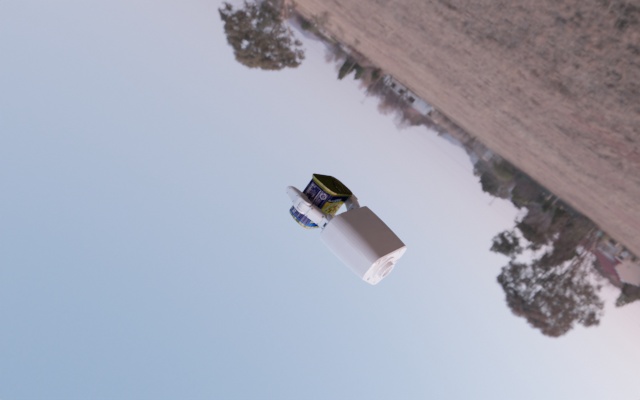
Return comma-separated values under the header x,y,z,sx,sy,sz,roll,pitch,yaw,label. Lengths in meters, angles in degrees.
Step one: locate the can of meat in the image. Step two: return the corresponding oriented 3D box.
x,y,z,sx,sy,sz,roll,pitch,yaw,label
0.000,0.003,0.861,0.057,0.084,0.102,43,17,21,can of meat
